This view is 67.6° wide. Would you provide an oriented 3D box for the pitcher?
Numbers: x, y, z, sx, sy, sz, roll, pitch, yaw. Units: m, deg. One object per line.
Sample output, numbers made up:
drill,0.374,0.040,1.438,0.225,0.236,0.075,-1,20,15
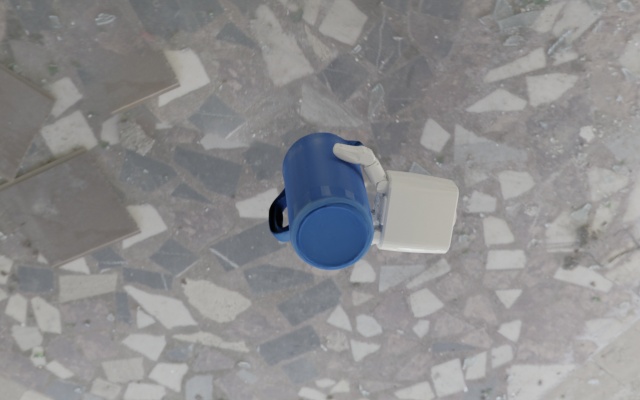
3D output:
pitcher,0.000,0.002,0.709,0.145,0.149,0.242,8,24,-7
